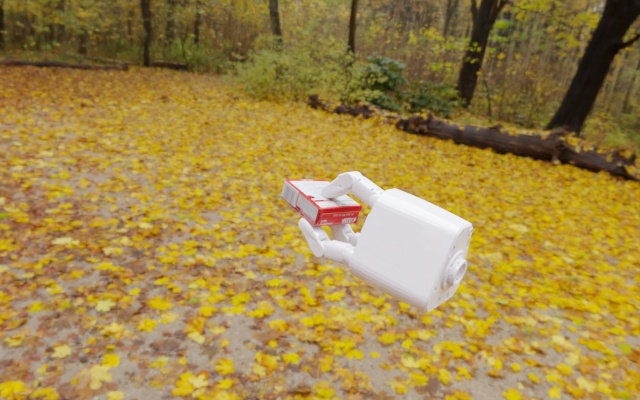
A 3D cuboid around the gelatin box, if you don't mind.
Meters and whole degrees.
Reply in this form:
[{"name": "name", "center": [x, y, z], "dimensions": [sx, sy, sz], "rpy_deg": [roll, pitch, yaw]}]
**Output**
[{"name": "gelatin box", "center": [0.000, 0.002, 0.649], "dimensions": [0.073, 0.030, 0.089], "rpy_deg": [-2, 29, -39]}]
